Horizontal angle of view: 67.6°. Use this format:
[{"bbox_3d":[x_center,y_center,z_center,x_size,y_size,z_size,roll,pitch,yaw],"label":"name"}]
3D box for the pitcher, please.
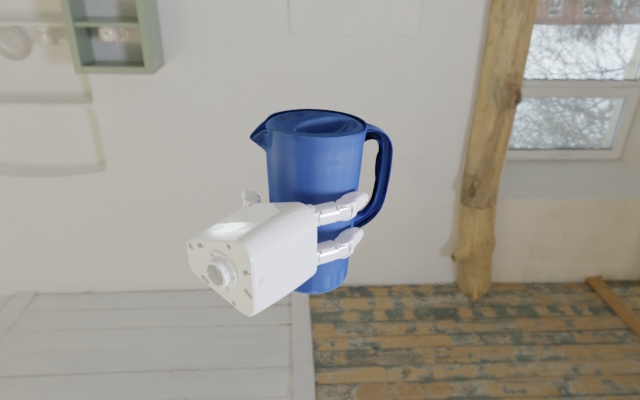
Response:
[{"bbox_3d":[0.000,0.002,0.660,0.149,0.243,0.145,17,30,30],"label":"pitcher"}]
